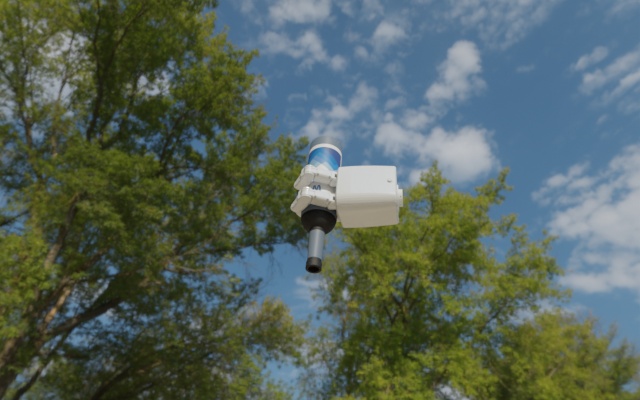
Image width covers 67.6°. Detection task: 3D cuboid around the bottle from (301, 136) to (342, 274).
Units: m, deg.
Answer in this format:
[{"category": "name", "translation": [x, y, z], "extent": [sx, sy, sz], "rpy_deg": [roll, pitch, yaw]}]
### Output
[{"category": "bottle", "translation": [0.000, 0.003, 0.891], "extent": [0.069, 0.295, 0.069], "rpy_deg": [4, -40, 3]}]
